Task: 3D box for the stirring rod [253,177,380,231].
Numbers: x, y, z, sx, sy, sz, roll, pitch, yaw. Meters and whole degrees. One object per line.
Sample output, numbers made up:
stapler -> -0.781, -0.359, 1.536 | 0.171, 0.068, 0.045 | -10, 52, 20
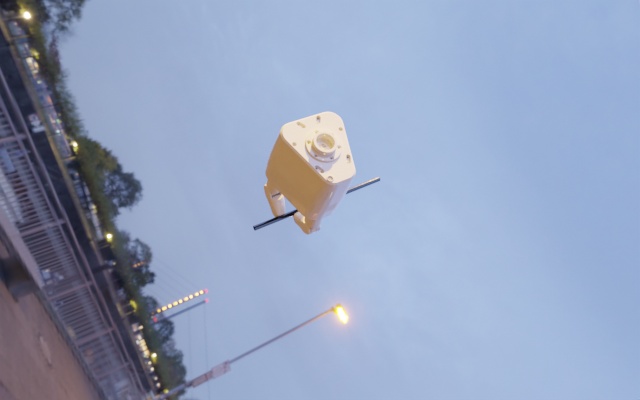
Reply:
stirring rod -> 0.000, 0.003, 0.782 | 0.239, 0.011, 0.011 | -21, 9, -25
